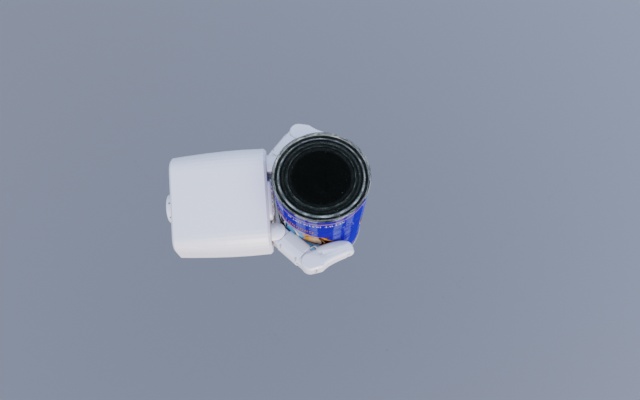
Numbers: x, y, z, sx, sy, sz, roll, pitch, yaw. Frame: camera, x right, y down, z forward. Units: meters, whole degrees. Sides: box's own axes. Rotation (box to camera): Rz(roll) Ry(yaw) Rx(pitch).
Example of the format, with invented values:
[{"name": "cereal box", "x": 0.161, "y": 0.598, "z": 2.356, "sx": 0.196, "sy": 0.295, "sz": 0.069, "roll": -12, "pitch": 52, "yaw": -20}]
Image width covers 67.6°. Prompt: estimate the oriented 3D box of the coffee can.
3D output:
[{"name": "coffee can", "x": 0.000, "y": 0.002, "z": 0.549, "sx": 0.103, "sy": 0.102, "sz": 0.140, "roll": 0, "pitch": -23, "yaw": -1}]
